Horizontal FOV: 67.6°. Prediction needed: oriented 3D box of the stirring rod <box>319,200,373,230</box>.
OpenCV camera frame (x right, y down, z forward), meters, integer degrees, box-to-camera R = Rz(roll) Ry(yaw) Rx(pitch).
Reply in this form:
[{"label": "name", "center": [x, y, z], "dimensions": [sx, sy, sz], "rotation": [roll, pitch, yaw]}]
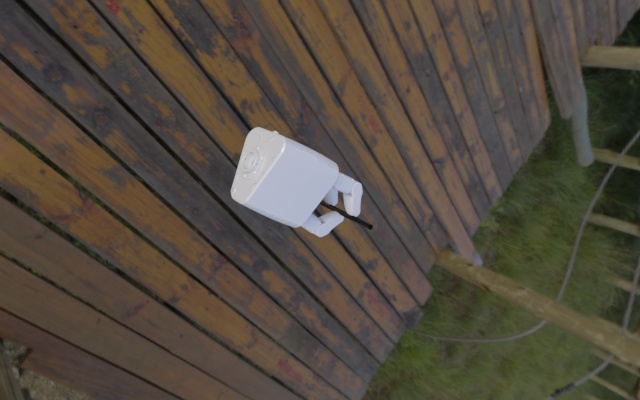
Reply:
[{"label": "stirring rod", "center": [0.000, 0.003, 0.786], "dimensions": [0.011, 0.011, 0.239], "rotation": [0, 18, -40]}]
